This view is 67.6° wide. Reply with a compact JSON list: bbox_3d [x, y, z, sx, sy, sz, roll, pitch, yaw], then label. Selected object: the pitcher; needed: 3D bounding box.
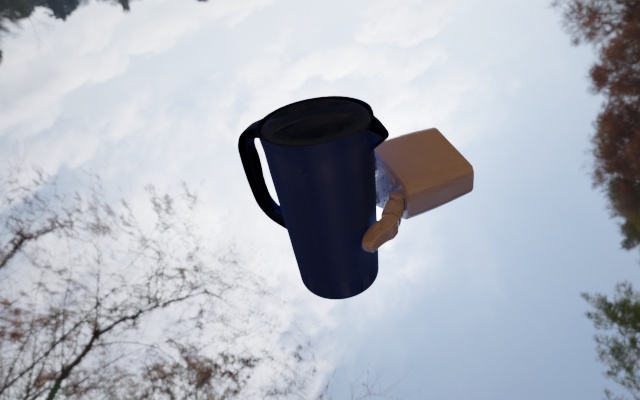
[{"bbox_3d":[0.000,0.002,0.599,0.145,0.243,0.149,-21,34,-17],"label":"pitcher"}]
